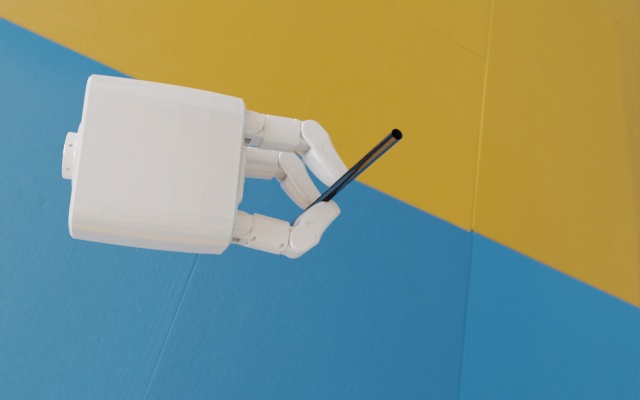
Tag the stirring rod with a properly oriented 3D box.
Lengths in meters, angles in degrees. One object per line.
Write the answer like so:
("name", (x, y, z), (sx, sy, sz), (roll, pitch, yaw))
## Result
("stirring rod", (0.000, 0.001, 0.400), (0.011, 0.011, 0.240), (0, -21, -25))
